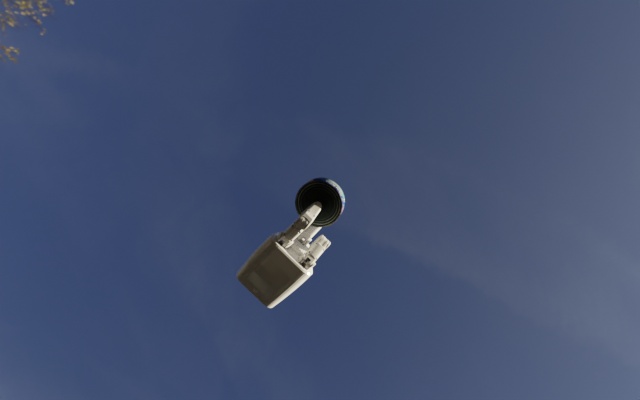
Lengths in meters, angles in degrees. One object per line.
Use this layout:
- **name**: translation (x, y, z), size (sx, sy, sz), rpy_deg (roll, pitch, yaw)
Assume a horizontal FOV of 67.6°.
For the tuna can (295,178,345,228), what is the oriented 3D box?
- **tuna can**: translation (0.000, 0.003, 0.854), size (0.086, 0.086, 0.033), rpy_deg (0, 14, 14)
